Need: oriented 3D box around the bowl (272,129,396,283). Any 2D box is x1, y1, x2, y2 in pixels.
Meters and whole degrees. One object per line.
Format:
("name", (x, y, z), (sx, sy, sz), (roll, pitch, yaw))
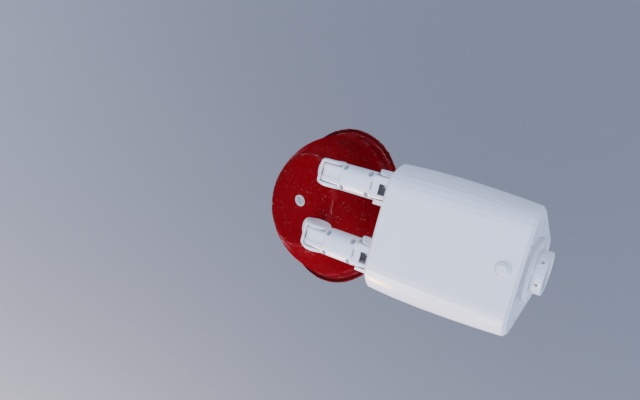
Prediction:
("bowl", (-0.001, 0.002, 0.484), (0.055, 0.162, 0.162), (9, -6, -43))
